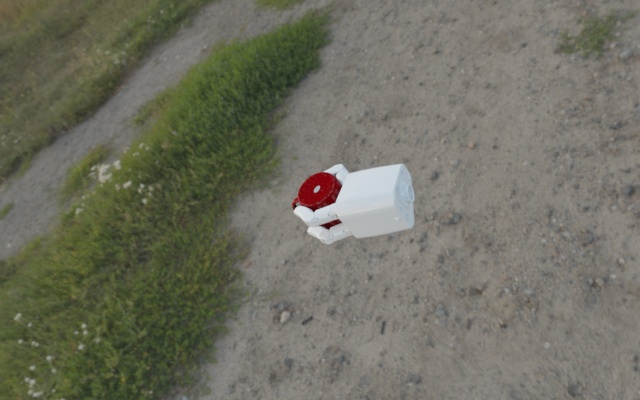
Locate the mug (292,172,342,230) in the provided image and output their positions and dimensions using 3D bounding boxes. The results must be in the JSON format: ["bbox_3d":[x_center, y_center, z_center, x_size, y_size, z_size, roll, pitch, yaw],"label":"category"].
[{"bbox_3d":[-0.001,0.003,0.899,0.117,0.093,0.081,-13,-42,27],"label":"mug"}]
